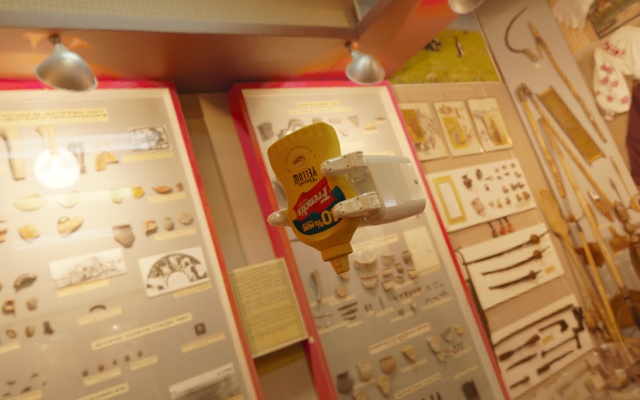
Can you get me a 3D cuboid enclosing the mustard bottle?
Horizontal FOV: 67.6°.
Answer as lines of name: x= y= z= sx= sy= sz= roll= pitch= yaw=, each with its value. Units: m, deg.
mustard bottle: x=0.000 y=0.002 z=0.622 sx=0.096 sy=0.191 sz=0.058 roll=-22 pitch=-12 yaw=20
